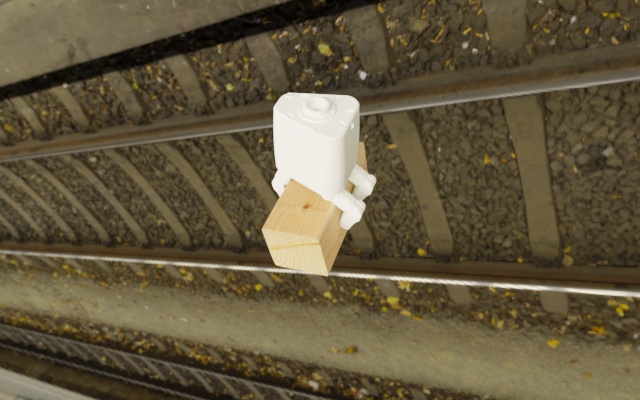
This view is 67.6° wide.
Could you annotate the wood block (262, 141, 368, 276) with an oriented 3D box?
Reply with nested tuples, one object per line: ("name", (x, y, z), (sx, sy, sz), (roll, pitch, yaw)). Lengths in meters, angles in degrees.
("wood block", (0.000, 0.002, 0.748), (0.091, 0.206, 0.090), (9, -41, 22))
